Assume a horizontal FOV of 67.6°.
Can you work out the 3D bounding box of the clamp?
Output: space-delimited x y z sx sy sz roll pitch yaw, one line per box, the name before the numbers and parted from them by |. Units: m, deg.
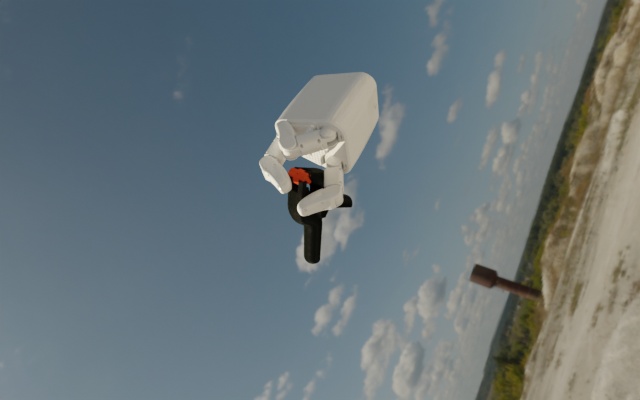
clamp | -0.001 0.002 0.672 0.039 0.120 0.172 17 -32 23
